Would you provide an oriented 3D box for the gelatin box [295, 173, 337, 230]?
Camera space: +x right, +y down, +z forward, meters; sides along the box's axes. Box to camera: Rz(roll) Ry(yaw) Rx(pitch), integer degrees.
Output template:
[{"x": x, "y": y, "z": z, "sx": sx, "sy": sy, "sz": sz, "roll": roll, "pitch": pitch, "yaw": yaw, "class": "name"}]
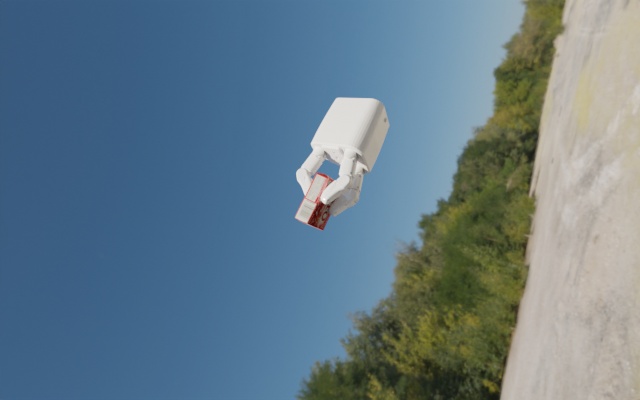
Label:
[{"x": 0.000, "y": 0.003, "z": 0.831, "sx": 0.030, "sy": 0.089, "sz": 0.073, "roll": 26, "pitch": -2, "yaw": 25, "class": "gelatin box"}]
